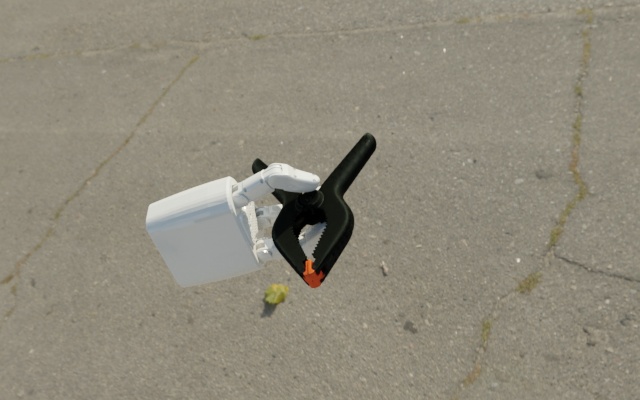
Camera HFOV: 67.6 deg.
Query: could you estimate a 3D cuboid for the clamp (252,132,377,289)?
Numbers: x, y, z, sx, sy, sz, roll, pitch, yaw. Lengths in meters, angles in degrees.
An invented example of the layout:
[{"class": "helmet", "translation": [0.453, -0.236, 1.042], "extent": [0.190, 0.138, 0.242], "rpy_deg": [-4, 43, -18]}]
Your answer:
[{"class": "clamp", "translation": [0.000, 0.002, 0.552], "extent": [0.164, 0.209, 0.036], "rpy_deg": [-17, -45, 8]}]
